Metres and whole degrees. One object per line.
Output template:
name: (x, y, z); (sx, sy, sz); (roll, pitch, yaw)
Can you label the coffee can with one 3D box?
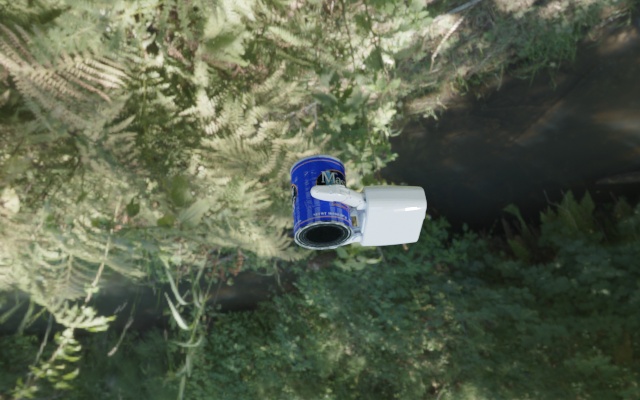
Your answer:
coffee can: (0.000, 0.003, 0.857); (0.103, 0.140, 0.103); (-4, -31, -2)
